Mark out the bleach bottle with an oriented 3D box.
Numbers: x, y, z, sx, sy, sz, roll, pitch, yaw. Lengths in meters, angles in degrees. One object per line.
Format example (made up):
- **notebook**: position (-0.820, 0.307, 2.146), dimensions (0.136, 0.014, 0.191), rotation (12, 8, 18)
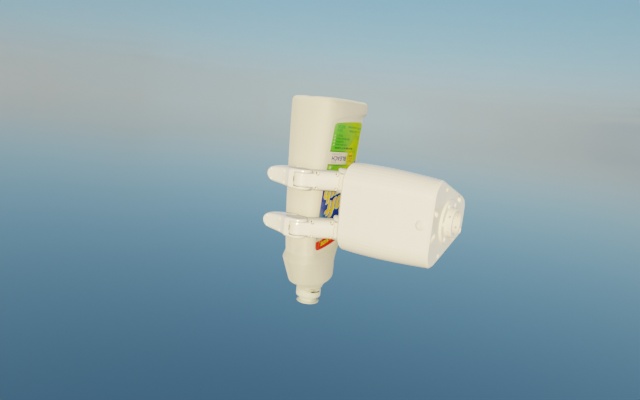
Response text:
- **bleach bottle**: position (0.000, 0.002, 0.589), dimensions (0.068, 0.251, 0.102), rotation (12, 12, 31)
